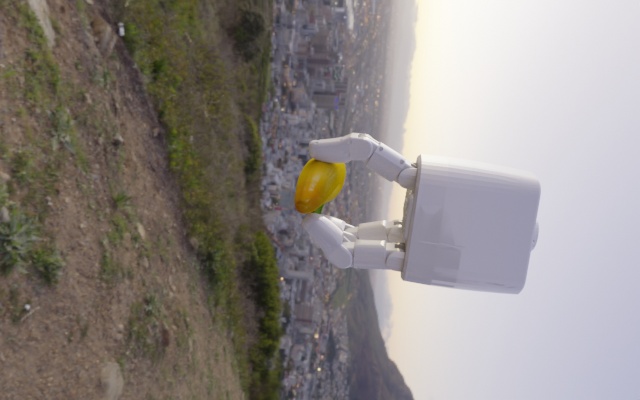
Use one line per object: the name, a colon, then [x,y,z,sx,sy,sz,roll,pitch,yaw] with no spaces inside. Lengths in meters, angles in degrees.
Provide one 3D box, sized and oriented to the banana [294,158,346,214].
banana: [0.004,-0.016,0.495,0.037,0.069,0.198,11,-3,5]
